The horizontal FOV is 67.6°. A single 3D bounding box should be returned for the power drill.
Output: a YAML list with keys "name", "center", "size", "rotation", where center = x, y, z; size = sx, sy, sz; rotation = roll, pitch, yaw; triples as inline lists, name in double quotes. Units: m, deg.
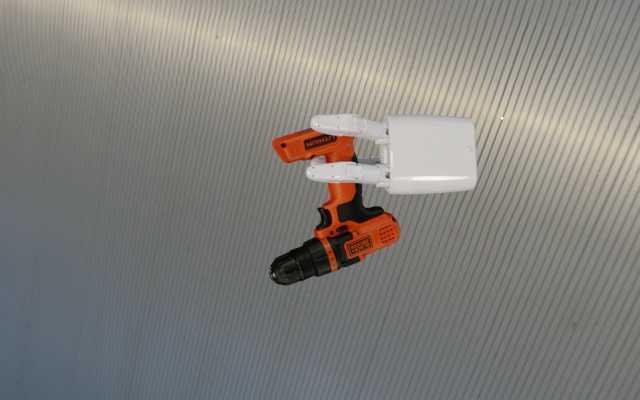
- name: "power drill"
  center: [0.000, 0.001, 0.614]
  size: [0.184, 0.188, 0.057]
  rotation: [-21, 16, -16]
